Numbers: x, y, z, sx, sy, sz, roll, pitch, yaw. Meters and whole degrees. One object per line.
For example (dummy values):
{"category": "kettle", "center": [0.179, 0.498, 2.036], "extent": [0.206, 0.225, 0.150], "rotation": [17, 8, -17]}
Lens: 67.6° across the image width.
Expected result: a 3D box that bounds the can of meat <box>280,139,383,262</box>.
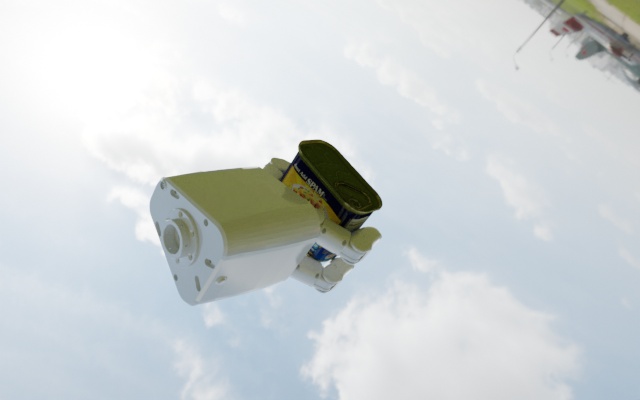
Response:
{"category": "can of meat", "center": [0.000, 0.002, 0.496], "extent": [0.057, 0.102, 0.084], "rotation": [-14, -34, -50]}
